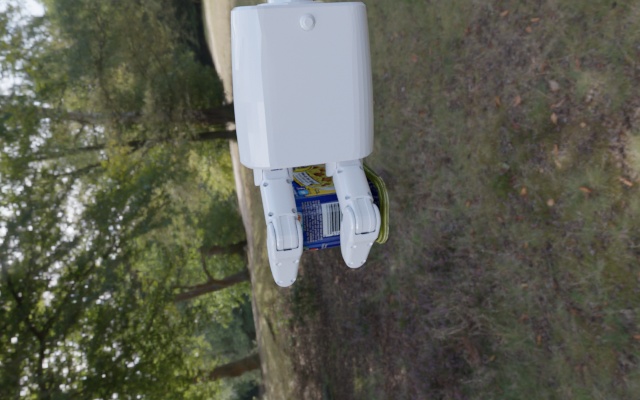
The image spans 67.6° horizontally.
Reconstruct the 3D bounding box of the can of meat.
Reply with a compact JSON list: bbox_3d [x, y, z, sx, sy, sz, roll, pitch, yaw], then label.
[{"bbox_3d":[0.000,0.001,0.405,0.084,0.057,0.102,-8,23,-13],"label":"can of meat"}]
